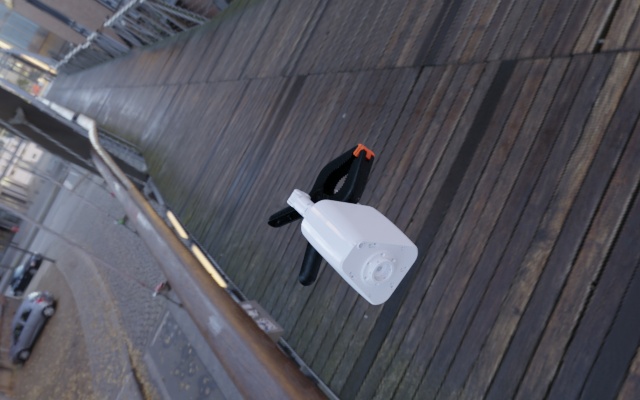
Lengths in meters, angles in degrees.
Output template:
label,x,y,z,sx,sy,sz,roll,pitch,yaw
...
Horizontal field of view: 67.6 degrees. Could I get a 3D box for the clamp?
label,x,y,z,sx,sy,sz,roll,pitch,yaw
clamp,0.000,0.002,0.718,0.036,0.210,0.164,28,9,-38
